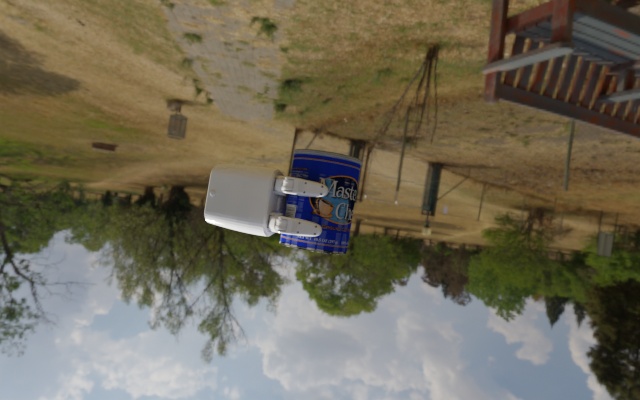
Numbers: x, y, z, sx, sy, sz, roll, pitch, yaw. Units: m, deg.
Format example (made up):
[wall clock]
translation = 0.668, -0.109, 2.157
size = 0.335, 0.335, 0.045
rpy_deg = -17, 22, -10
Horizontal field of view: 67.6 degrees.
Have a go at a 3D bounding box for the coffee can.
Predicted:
[coffee can]
translation = 0.000, 0.002, 0.708
size = 0.103, 0.140, 0.103
rpy_deg = 9, -1, 0
